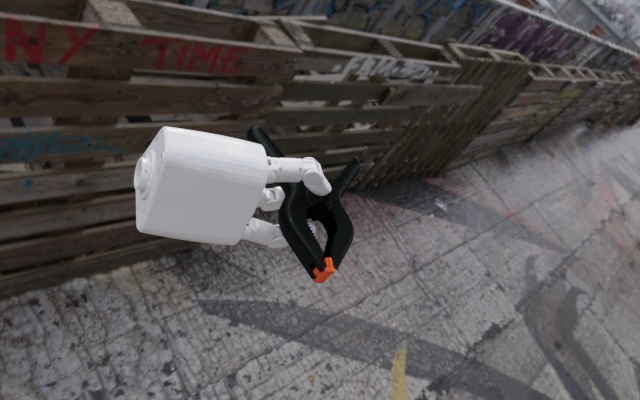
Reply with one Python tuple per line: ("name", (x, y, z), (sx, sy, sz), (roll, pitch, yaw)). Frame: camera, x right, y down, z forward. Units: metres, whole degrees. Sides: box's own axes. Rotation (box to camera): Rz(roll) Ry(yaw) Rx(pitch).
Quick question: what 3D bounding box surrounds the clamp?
("clamp", (0.000, 0.002, 0.579), (0.164, 0.209, 0.036), (8, -40, -31))
